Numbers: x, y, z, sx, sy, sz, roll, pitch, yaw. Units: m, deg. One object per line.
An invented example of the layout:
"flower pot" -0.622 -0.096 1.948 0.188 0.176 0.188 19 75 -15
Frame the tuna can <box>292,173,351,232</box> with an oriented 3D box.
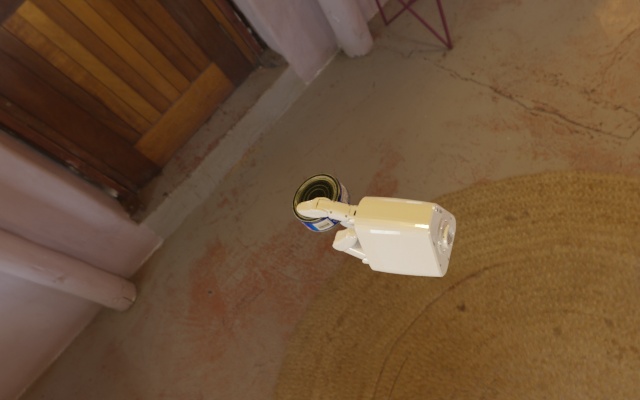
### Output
"tuna can" 0.000 0.002 0.725 0.086 0.086 0.034 0 -27 34
